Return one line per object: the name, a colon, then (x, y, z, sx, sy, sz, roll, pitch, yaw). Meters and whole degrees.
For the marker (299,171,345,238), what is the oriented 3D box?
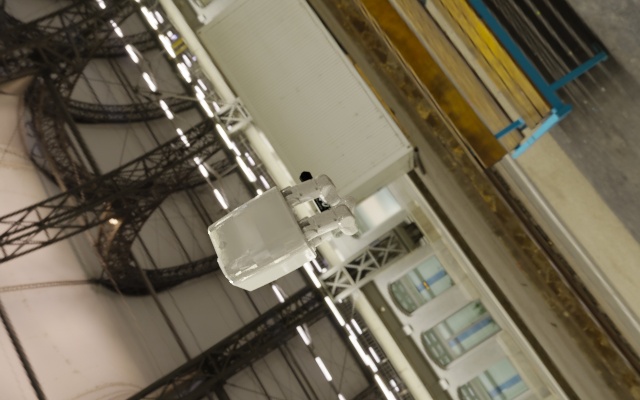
marker: (0.000, 0.002, 0.669, 0.020, 0.121, 0.020, -20, -36, -15)
